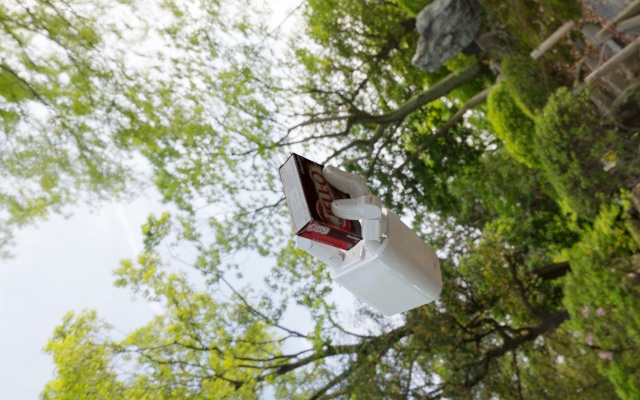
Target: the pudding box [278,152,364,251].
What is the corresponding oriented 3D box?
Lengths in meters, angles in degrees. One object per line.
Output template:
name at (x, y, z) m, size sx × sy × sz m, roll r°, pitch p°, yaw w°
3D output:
pudding box at (0.000, 0.002, 0.600) m, size 0.090 × 0.113 × 0.039 m, roll 22°, pitch -54°, yaw -40°
